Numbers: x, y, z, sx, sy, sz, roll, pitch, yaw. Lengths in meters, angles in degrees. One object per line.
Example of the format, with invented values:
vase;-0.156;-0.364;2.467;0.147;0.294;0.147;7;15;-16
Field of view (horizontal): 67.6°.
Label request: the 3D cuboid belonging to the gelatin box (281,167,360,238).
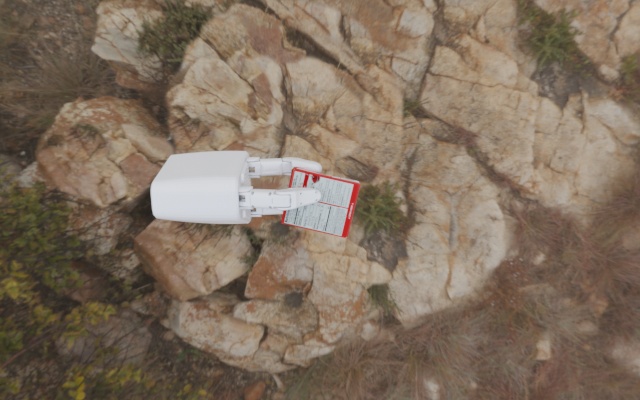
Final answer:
gelatin box;0.000;0.002;0.613;0.089;0.073;0.030;13;8;2
